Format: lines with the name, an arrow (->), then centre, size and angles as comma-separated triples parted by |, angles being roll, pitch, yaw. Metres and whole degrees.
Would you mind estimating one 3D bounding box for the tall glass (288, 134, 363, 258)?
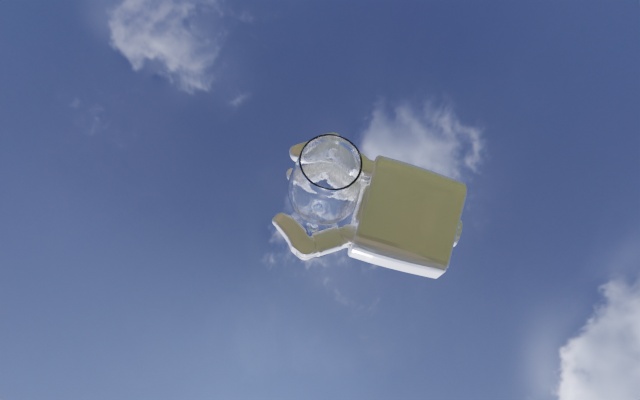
tall glass -> 0.000, 0.002, 0.548 | 0.079, 0.079, 0.201 | 0, -23, -6
